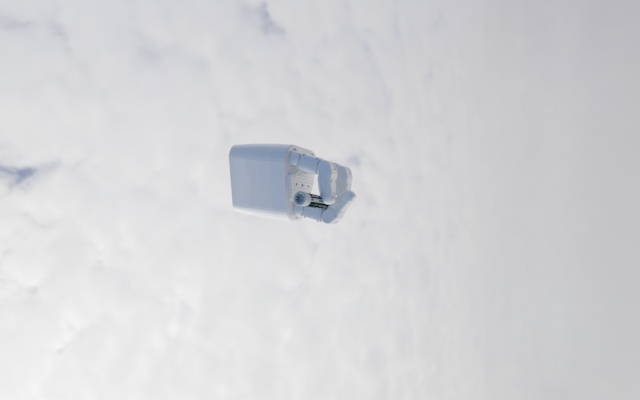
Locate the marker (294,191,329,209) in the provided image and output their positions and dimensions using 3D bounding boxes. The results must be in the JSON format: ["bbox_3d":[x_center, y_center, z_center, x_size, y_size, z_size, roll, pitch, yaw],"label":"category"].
[{"bbox_3d":[0.000,0.002,0.668,0.020,0.020,0.121,0,-5,27],"label":"marker"}]
